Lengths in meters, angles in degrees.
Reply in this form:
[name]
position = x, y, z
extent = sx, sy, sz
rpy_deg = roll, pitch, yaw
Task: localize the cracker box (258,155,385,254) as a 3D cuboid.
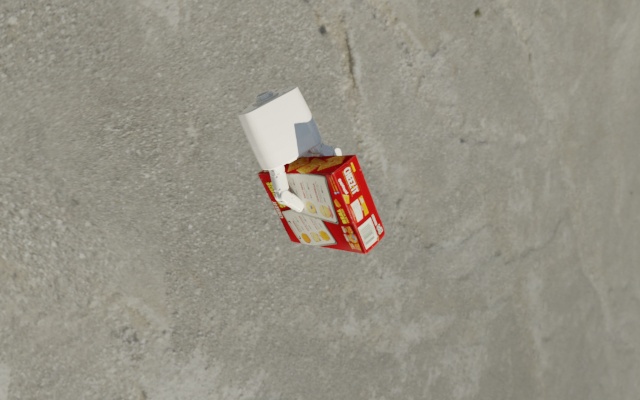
[cracker box]
position = 0.000, 0.003, 0.880
extent = 0.072, 0.164, 0.213
rpy_deg = -39, 26, -33
